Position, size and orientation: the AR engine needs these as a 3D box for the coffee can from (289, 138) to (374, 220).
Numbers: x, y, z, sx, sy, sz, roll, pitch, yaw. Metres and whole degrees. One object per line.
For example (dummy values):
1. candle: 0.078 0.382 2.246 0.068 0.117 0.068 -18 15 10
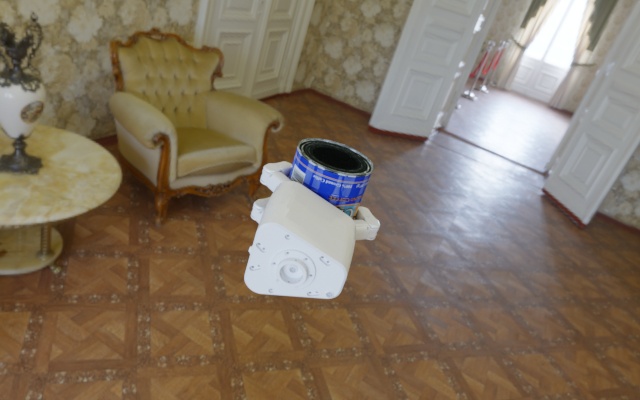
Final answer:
1. coffee can: 0.000 0.002 0.638 0.103 0.140 0.102 15 26 -7
